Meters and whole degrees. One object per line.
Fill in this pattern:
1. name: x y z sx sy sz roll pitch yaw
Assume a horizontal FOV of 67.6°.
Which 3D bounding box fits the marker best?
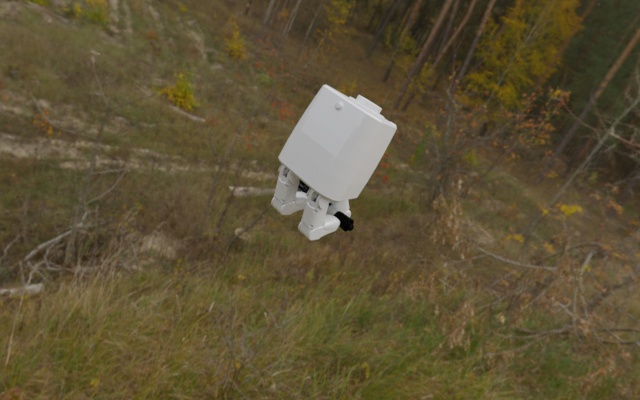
1. marker: 0.000 0.002 0.638 0.121 0.020 0.020 40 23 31
